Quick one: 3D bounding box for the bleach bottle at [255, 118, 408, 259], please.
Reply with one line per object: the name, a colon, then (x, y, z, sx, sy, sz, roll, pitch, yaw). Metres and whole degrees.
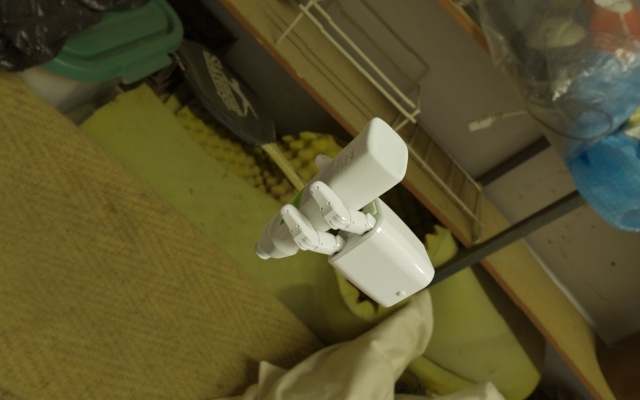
bleach bottle: (0.000, 0.002, 0.637, 0.251, 0.068, 0.102, -39, 18, 32)
